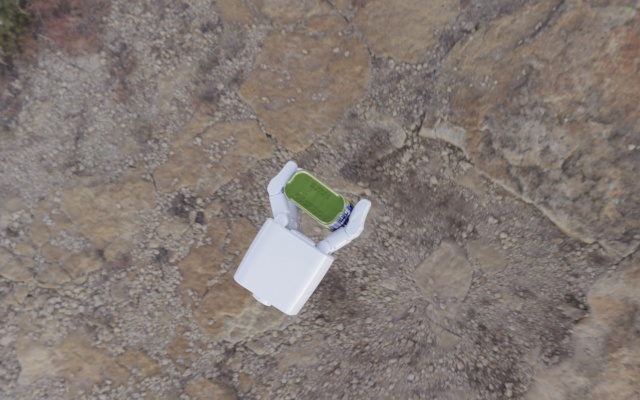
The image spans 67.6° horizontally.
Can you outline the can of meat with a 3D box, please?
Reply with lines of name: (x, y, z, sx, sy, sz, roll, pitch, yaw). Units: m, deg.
can of meat: (0.000, 0.002, 0.727, 0.102, 0.057, 0.084, 36, 0, 17)
